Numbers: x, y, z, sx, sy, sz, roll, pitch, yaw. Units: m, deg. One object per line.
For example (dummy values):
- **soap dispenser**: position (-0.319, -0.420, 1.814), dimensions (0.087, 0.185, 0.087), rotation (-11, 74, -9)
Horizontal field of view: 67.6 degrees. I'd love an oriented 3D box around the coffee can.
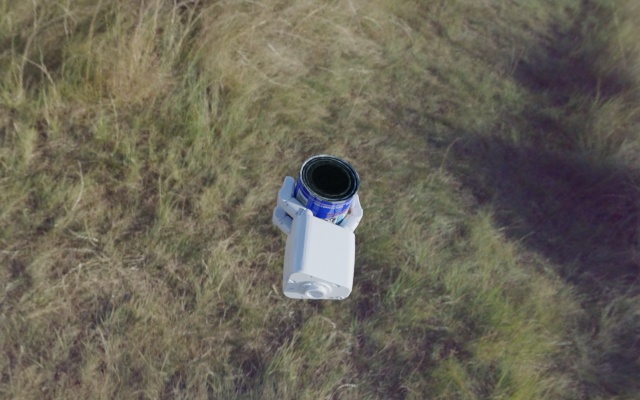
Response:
- **coffee can**: position (0.000, 0.003, 0.844), dimensions (0.103, 0.102, 0.140), rotation (0, -36, -16)
